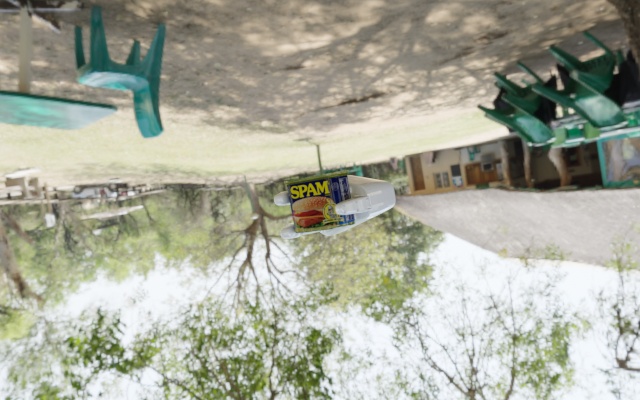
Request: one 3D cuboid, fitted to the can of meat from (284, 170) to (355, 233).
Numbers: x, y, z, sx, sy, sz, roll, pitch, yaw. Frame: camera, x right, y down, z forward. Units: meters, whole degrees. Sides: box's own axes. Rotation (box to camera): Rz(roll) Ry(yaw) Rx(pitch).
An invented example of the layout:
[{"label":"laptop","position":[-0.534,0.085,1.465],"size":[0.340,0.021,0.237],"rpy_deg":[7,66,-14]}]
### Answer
[{"label":"can of meat","position":[0.000,0.003,0.743],"size":[0.102,0.084,0.057],"rpy_deg":[-8,3,30]}]
